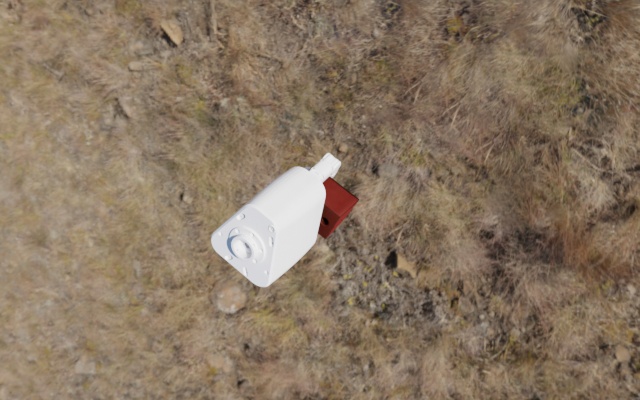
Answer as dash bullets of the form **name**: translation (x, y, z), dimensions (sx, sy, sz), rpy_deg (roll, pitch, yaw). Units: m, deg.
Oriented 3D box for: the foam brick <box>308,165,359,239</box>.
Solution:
- **foam brick**: translation (0.000, 0.002, 0.643), dimensions (0.078, 0.053, 0.051), rpy_deg (38, 44, 7)
